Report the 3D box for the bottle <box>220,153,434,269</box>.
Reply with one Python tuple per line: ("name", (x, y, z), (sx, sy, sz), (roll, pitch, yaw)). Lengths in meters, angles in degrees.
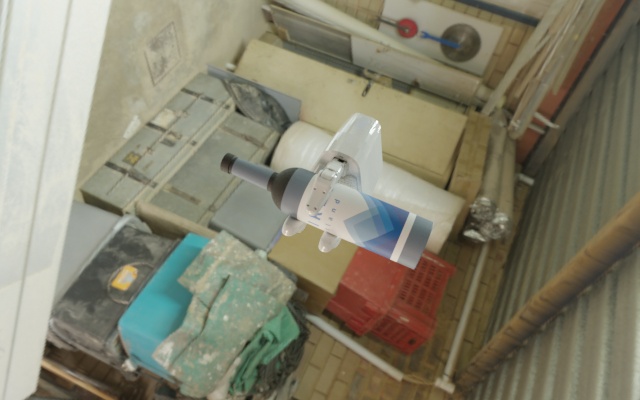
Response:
("bottle", (0.000, 0.002, 0.641), (0.295, 0.069, 0.069), (23, 4, 10))
